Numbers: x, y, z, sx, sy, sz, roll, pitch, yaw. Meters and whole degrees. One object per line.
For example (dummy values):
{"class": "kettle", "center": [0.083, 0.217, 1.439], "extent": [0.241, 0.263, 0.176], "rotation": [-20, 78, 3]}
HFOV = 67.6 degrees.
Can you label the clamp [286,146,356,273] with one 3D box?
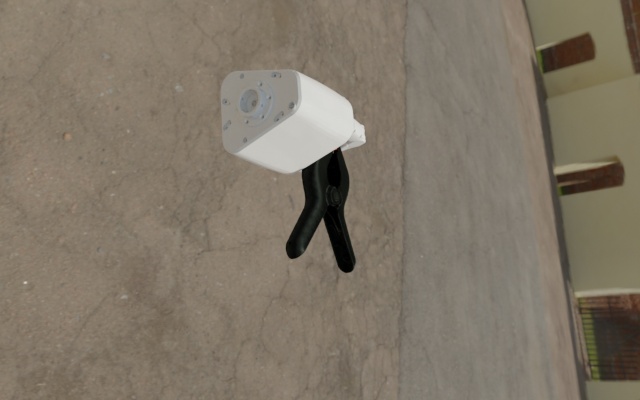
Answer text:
{"class": "clamp", "center": [0.001, 0.002, 0.579], "extent": [0.039, 0.171, 0.120], "rotation": [-11, -13, 30]}
